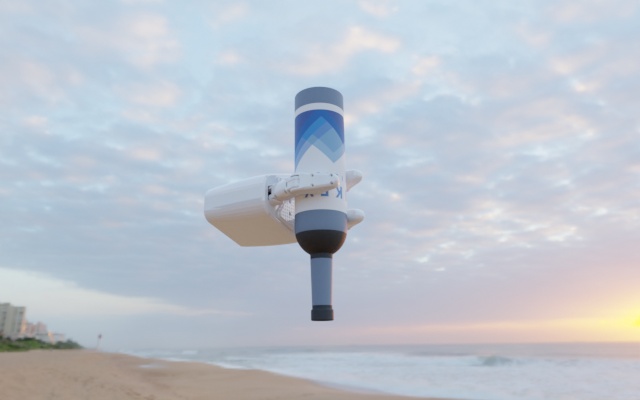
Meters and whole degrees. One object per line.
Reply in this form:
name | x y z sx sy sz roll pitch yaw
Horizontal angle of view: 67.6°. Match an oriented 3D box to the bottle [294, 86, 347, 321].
bottle | 0.000 0.002 0.609 0.069 0.295 0.069 -1 -17 0
